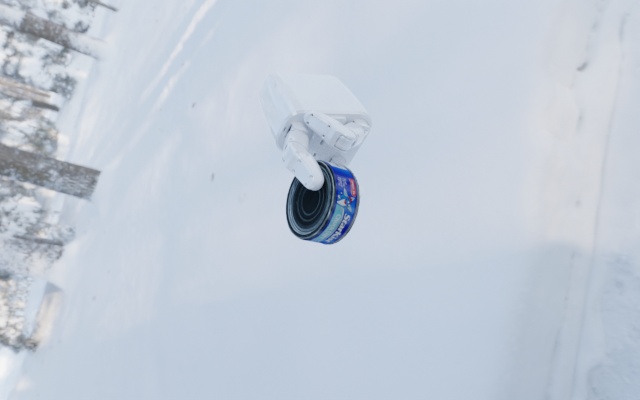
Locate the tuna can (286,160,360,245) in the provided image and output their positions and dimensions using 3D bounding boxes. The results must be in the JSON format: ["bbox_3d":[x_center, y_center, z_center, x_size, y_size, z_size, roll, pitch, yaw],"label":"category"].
[{"bbox_3d":[0.000,0.002,0.497,0.034,0.086,0.086,13,-8,-36],"label":"tuna can"}]
